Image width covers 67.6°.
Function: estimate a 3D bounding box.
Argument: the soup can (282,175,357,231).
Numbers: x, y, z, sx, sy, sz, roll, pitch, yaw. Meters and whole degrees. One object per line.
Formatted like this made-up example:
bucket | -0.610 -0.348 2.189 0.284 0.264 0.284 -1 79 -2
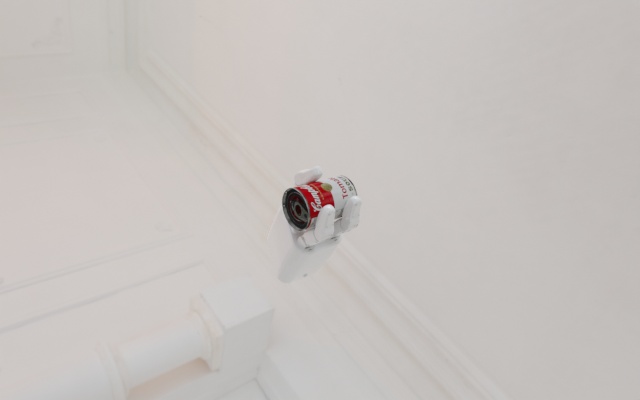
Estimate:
soup can | 0.000 0.002 0.753 0.102 0.068 0.068 -17 10 -36
